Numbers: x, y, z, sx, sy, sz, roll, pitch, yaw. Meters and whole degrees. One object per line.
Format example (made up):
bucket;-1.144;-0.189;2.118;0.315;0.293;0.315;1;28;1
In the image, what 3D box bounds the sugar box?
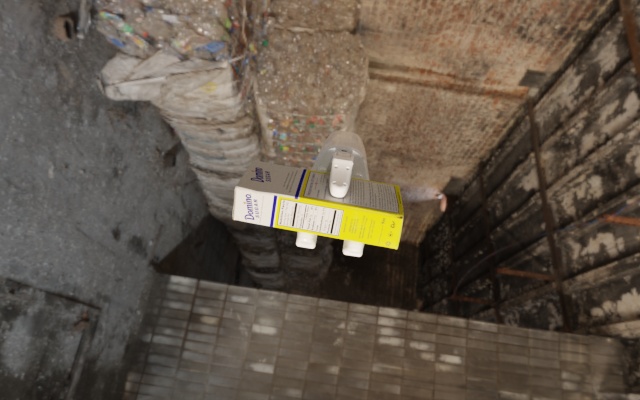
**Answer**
sugar box;0.000;0.002;0.529;0.176;0.048;0.093;8;23;2
